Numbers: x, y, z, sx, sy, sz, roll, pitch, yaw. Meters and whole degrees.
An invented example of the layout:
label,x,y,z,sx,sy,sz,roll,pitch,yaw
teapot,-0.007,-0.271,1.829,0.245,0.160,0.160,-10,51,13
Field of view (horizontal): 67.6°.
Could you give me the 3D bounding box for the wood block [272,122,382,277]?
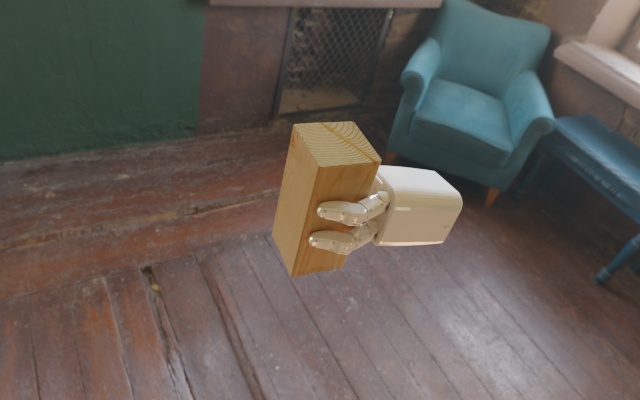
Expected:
label,x,y,z,sx,sy,sz,roll,pitch,yaw
wood block,0.000,0.002,0.666,0.090,0.206,0.090,-7,46,-24
